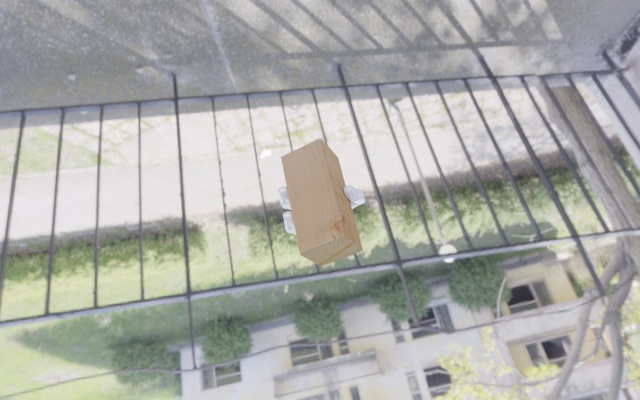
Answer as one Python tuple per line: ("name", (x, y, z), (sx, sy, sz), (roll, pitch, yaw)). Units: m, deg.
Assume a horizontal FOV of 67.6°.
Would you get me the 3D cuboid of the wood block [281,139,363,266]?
("wood block", (0.001, 0.003, 0.886), (0.091, 0.206, 0.090), (-23, -30, 17))
